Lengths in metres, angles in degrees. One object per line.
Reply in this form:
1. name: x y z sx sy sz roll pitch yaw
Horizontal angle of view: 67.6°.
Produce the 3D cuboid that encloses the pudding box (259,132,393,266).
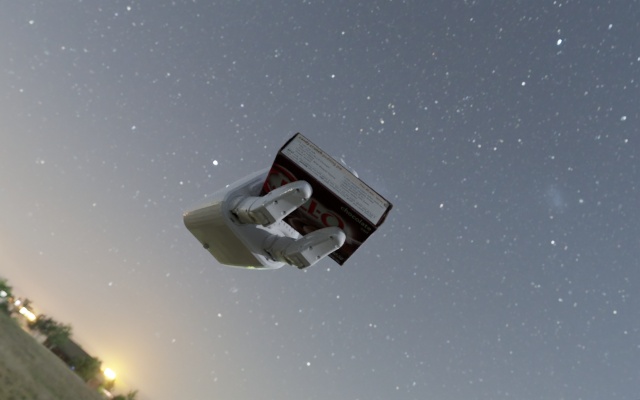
1. pudding box: 0.000 0.001 0.456 0.113 0.039 0.090 36 -34 2
